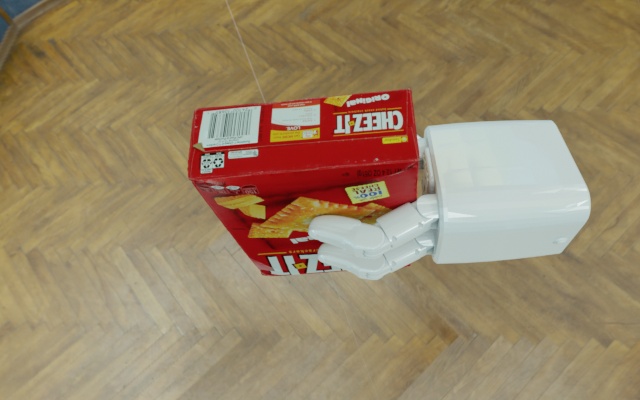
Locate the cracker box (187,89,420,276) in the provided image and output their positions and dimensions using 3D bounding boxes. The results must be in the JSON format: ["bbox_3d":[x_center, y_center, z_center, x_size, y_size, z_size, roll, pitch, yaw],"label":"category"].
[{"bbox_3d":[0.000,0.001,0.425,0.164,0.072,0.214,-4,-28,7],"label":"cracker box"}]
